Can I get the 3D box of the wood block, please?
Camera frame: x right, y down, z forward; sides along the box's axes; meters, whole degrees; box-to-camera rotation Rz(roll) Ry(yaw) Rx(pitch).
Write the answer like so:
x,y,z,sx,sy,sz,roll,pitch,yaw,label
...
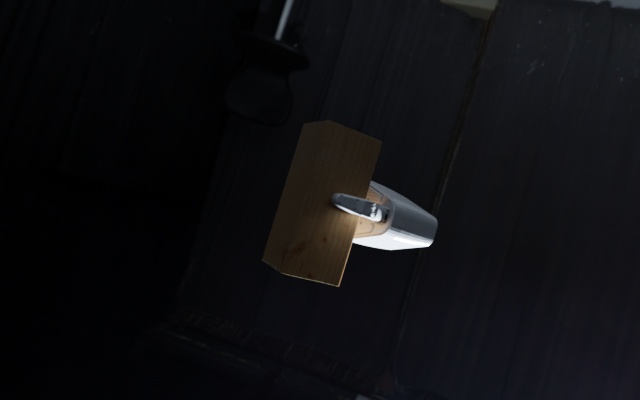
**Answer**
x,y,z,sx,sy,sz,roll,pitch,yaw,label
0.001,0.002,0.667,0.090,0.206,0.091,18,-2,-25,wood block
